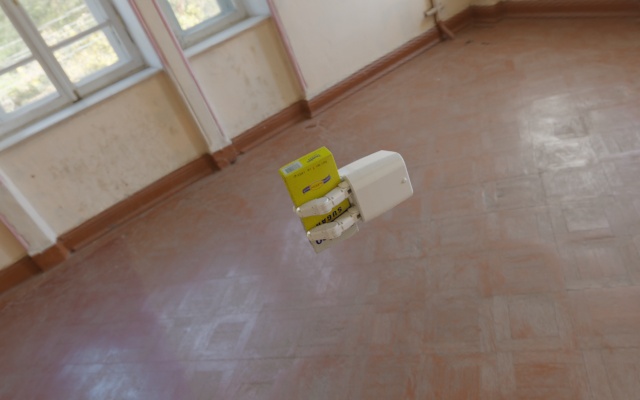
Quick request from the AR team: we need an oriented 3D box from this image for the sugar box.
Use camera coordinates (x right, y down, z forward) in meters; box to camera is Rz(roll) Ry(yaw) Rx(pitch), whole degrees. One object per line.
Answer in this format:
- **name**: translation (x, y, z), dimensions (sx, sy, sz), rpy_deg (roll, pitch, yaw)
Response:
- **sugar box**: translation (0.000, 0.003, 0.852), dimensions (0.093, 0.176, 0.048), rpy_deg (-27, 30, -7)
